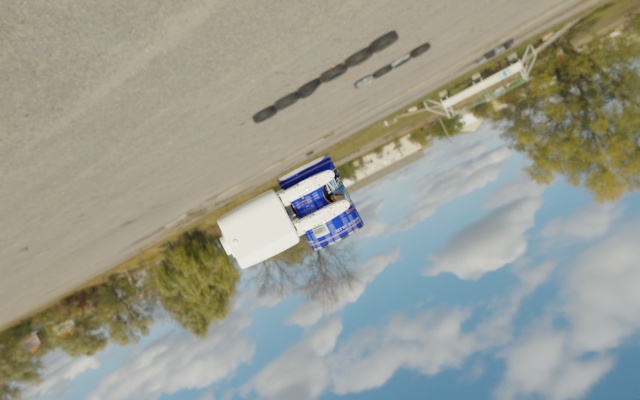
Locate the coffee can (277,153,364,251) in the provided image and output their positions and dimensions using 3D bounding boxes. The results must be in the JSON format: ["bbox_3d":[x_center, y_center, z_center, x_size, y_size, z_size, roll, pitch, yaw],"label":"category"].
[{"bbox_3d":[0.000,0.003,0.837,0.103,0.140,0.103,-27,3,1],"label":"coffee can"}]
